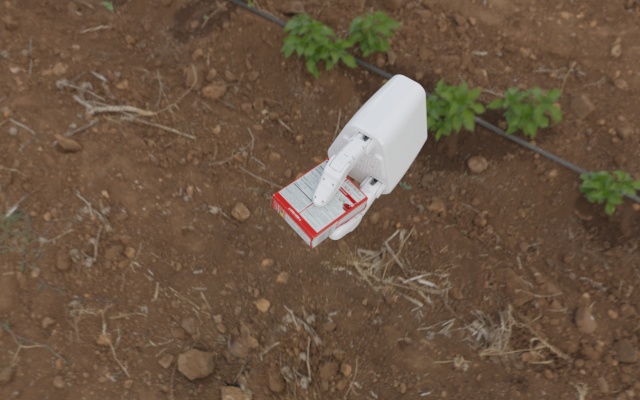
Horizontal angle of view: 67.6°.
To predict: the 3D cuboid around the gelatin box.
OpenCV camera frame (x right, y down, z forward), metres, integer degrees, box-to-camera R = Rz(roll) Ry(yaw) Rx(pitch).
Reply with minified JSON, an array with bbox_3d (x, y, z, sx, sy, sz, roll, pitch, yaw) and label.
[{"bbox_3d":[0.000,0.002,0.560,0.089,0.073,0.030,-35,-22,-24],"label":"gelatin box"}]
